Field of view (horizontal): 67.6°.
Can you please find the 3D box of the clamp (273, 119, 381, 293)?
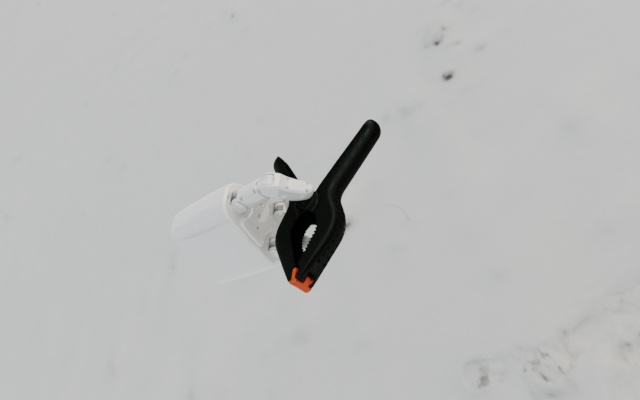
[{"bbox_3d":[-0.001,0.002,0.555,0.164,0.209,0.036,-24,-45,32],"label":"clamp"}]
